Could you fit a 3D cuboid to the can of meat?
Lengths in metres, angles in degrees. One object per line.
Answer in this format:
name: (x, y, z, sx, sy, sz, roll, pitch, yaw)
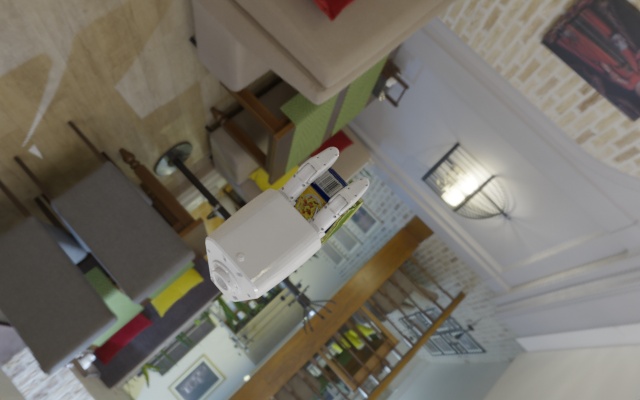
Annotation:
can of meat: (0.000, 0.002, 0.645, 0.057, 0.084, 0.102, -38, -10, -35)
